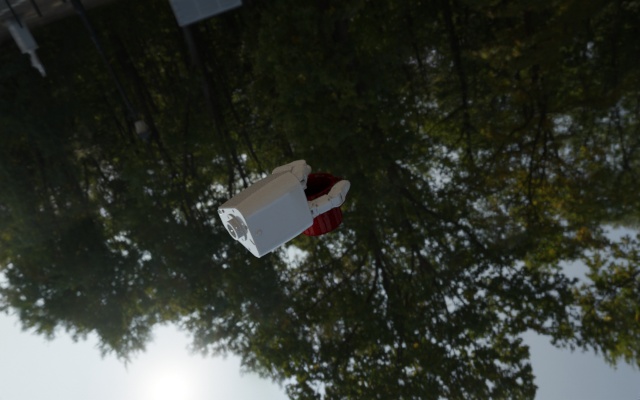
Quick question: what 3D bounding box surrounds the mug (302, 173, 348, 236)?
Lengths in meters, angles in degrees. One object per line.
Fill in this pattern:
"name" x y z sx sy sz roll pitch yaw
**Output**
"mug" 0.001 0.002 0.842 0.117 0.081 0.093 -32 30 -27
